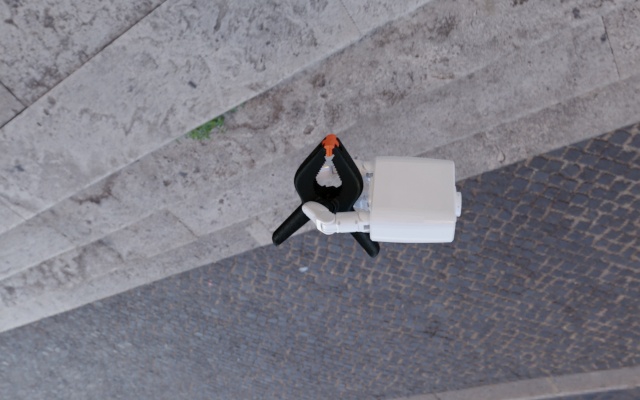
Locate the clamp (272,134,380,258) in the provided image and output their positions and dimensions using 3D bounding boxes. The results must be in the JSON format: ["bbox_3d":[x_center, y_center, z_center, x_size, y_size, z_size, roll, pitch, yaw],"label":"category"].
[{"bbox_3d":[0.000,0.002,0.672,0.164,0.210,0.036,0,41,8],"label":"clamp"}]
